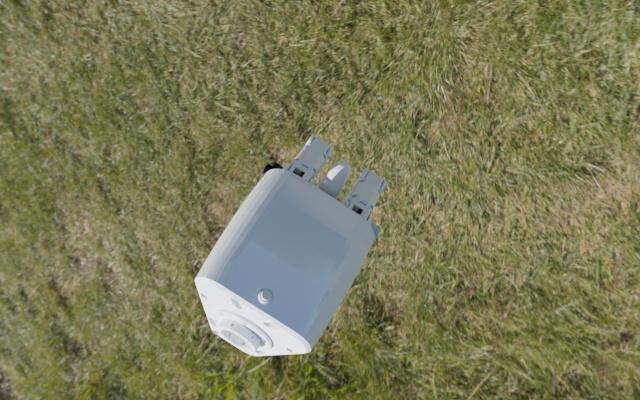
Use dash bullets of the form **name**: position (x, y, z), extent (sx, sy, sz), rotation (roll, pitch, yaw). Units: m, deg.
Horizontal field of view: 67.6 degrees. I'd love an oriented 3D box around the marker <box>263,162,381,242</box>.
- **marker**: position (0.000, 0.001, 0.443), extent (0.121, 0.020, 0.020), rotation (32, 0, 0)
